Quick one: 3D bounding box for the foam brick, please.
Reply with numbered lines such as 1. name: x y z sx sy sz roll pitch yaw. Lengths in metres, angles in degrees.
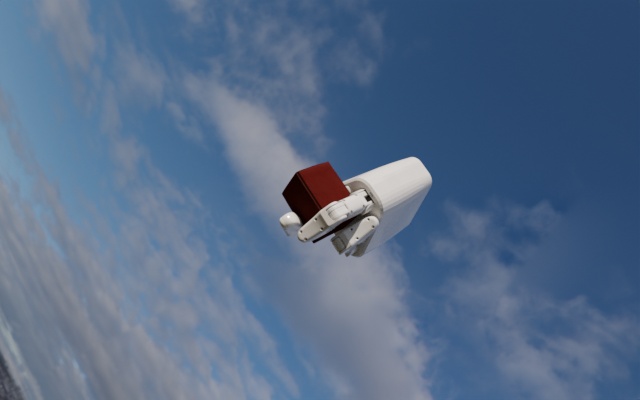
1. foam brick: 0.000 0.002 0.578 0.051 0.078 0.053 -25 -13 -36
